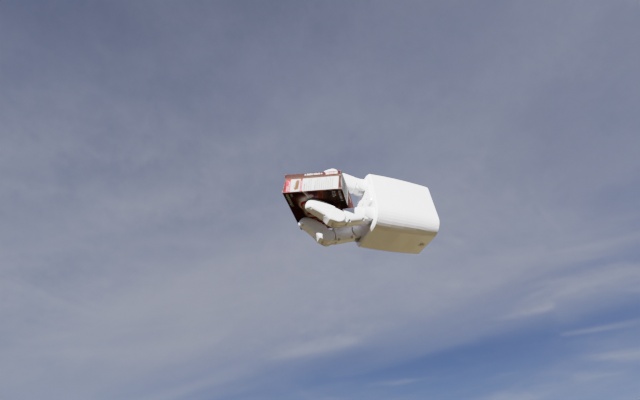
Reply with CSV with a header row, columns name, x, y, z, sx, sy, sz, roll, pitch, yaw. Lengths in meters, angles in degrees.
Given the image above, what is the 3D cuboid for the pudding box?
name,x,y,z,sx,sy,sz,roll,pitch,yaw
pudding box,0.000,0.002,0.735,0.090,0.039,0.114,-5,-36,12
